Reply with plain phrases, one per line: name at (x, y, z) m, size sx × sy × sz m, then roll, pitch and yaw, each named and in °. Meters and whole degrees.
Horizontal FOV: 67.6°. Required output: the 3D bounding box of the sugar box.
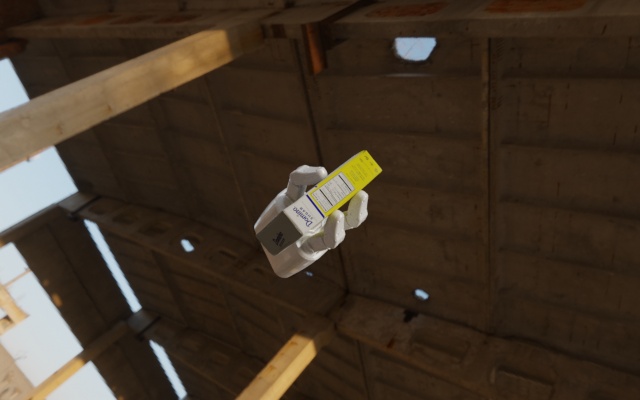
sugar box at (0.000, 0.003, 0.652) m, size 0.176 × 0.048 × 0.093 m, roll -41°, pitch 1°, yaw -37°
